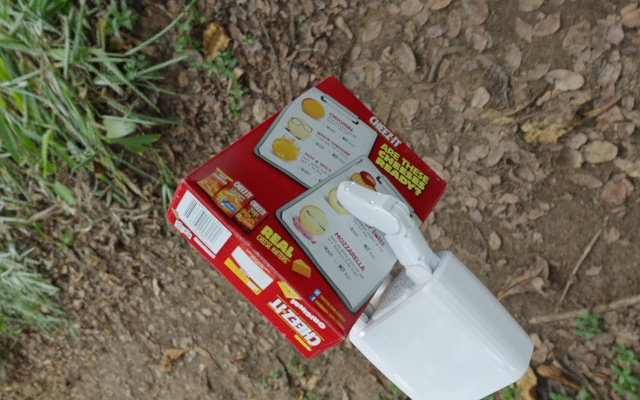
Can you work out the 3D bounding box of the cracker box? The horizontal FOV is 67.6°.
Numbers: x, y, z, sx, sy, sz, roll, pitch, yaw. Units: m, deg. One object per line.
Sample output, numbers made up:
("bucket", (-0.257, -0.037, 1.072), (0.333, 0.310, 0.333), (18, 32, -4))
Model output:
("cracker box", (0.000, 0.001, 0.426), (0.213, 0.164, 0.072), (-46, 0, -43))
